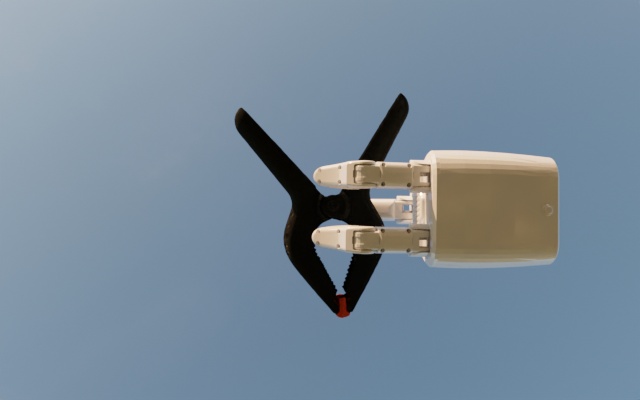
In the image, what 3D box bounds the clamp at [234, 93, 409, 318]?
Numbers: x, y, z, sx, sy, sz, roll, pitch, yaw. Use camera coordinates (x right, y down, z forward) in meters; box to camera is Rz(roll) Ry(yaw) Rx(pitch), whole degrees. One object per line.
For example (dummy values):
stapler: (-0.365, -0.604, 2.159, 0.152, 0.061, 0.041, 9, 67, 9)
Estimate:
clamp: (0.000, 0.002, 0.448, 0.164, 0.210, 0.036, 1, -4, -1)
